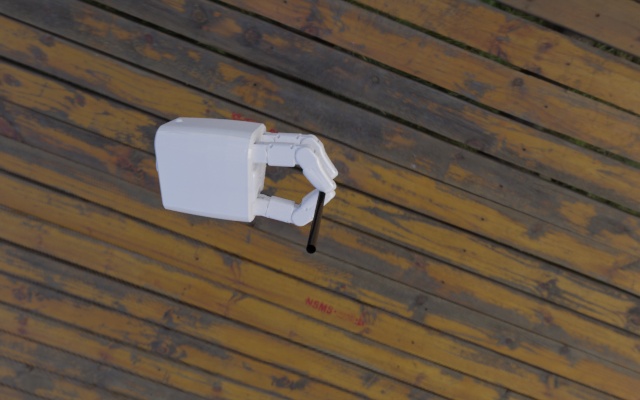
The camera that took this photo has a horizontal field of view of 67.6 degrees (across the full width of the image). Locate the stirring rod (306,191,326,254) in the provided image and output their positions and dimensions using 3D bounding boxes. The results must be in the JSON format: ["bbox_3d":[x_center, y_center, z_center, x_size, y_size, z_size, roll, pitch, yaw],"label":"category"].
[{"bbox_3d":[0.000,0.002,0.498,0.011,0.011,0.239,0,18,4],"label":"stirring rod"}]
